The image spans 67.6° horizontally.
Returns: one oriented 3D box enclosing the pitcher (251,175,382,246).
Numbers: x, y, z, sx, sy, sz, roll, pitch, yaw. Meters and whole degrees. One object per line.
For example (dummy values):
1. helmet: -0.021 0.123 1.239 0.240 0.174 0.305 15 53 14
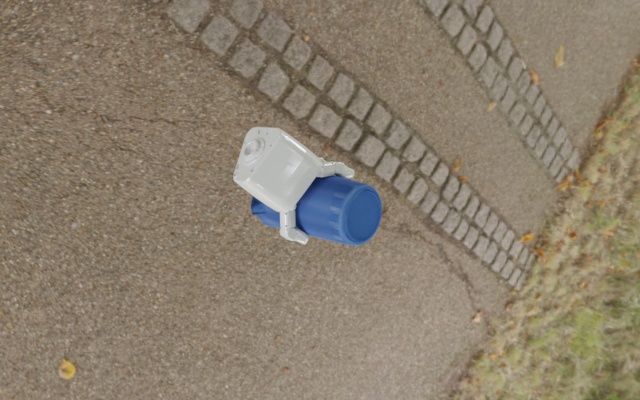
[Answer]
1. pitcher: 0.000 0.003 0.897 0.243 0.149 0.145 14 -17 46
